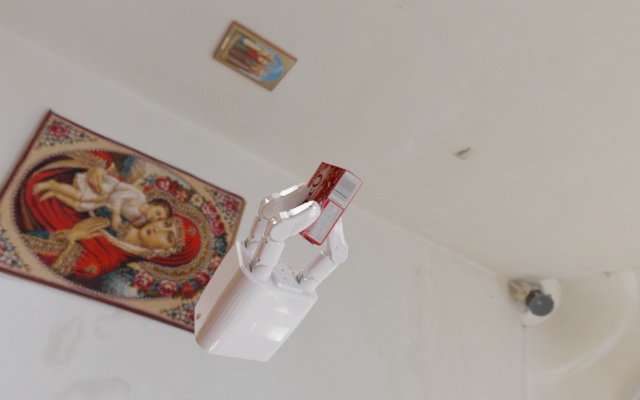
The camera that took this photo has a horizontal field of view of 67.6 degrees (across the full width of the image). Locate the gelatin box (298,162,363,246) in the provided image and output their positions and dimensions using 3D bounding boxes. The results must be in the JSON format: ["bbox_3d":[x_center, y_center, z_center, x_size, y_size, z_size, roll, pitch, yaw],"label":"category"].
[{"bbox_3d":[0.001,0.002,0.550,0.030,0.089,0.073,35,-3,-23],"label":"gelatin box"}]
